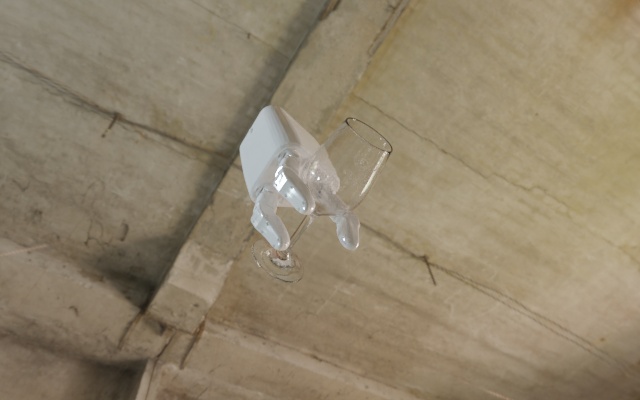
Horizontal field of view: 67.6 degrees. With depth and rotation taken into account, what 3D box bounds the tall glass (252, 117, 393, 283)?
[{"bbox_3d":[0.000,0.002,0.557,0.079,0.201,0.079,29,26,-16],"label":"tall glass"}]
